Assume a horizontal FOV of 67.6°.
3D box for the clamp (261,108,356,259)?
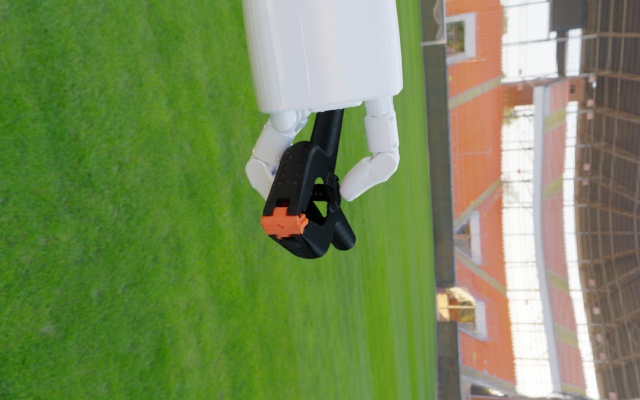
[{"bbox_3d":[0.001,0.001,0.417,0.036,0.165,0.210,-3,20,15],"label":"clamp"}]
